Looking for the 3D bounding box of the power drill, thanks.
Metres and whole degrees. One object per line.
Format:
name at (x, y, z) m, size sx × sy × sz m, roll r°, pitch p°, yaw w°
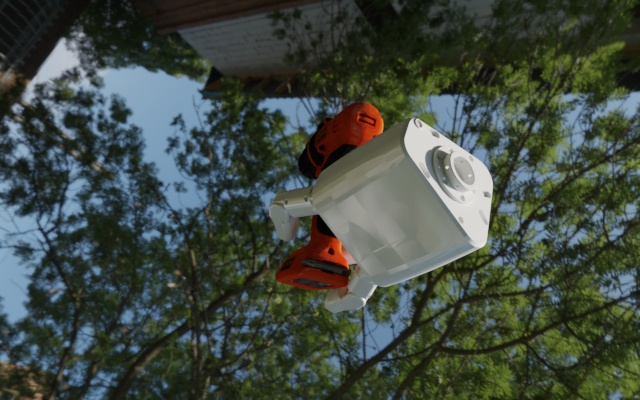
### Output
power drill at (0.000, 0.002, 0.529) m, size 0.057 × 0.187 × 0.184 m, roll 15°, pitch -16°, yaw -15°
